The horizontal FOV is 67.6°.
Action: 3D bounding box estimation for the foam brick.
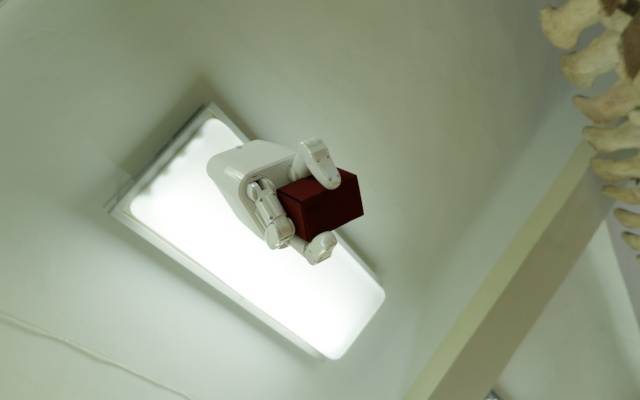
[{"bbox_3d":[0.000,0.002,0.530,0.078,0.053,0.051,-25,29,-27],"label":"foam brick"}]
